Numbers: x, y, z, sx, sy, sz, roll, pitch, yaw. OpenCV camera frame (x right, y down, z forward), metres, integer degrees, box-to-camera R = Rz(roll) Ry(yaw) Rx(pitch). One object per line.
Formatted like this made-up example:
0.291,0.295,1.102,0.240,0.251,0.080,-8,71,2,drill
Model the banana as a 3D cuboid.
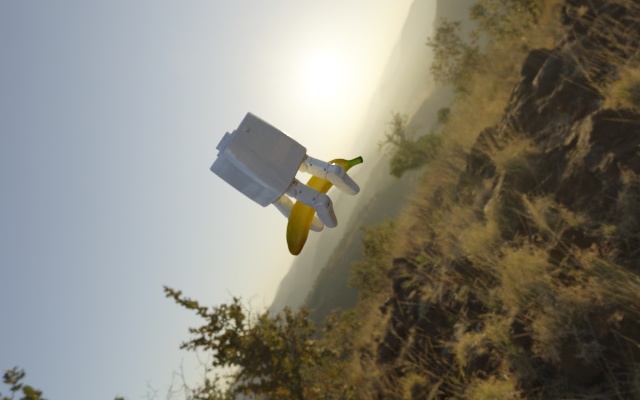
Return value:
-0.009,-0.001,0.757,0.037,0.197,0.069,44,-22,-28,banana
